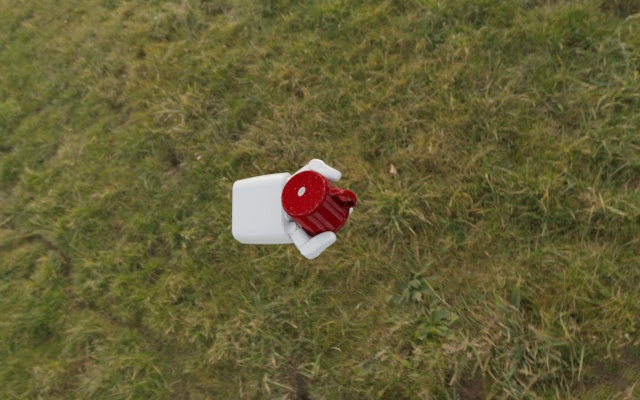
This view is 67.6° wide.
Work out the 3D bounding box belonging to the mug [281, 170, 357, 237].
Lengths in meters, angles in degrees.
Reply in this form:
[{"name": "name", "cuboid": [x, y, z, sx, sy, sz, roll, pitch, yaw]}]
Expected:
[{"name": "mug", "cuboid": [0.001, 0.002, 0.759, 0.117, 0.093, 0.081, -6, -27, 26]}]
